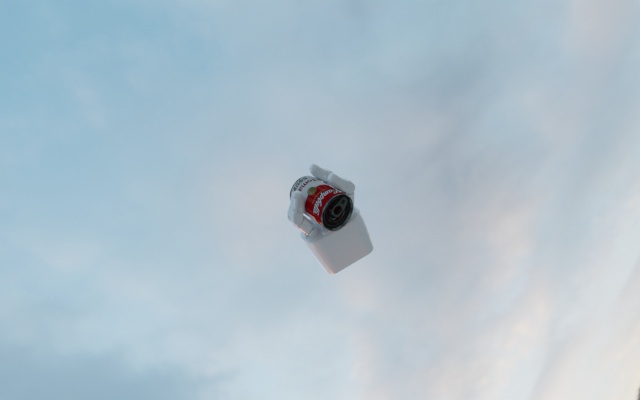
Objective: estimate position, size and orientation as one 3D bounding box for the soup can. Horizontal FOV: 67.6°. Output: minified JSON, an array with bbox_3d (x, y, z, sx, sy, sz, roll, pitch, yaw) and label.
[{"bbox_3d":[0.000,0.002,0.845,0.068,0.068,0.102,0,21,-39],"label":"soup can"}]
